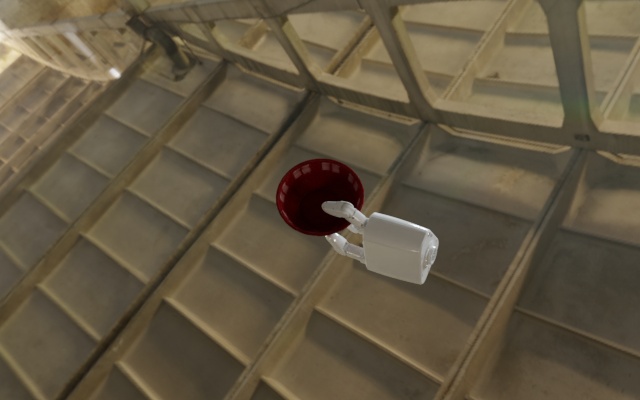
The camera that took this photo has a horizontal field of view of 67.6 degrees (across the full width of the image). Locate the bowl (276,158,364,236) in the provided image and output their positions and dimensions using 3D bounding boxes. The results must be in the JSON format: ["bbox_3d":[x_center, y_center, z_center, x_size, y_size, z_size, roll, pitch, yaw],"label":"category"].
[{"bbox_3d":[-0.001,0.002,0.890,0.162,0.162,0.055,0,-28,3],"label":"bowl"}]
